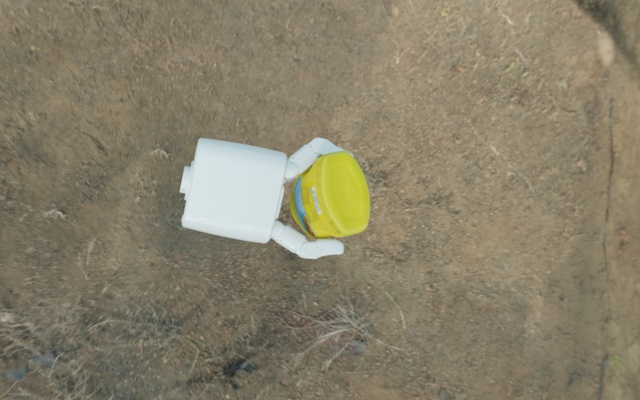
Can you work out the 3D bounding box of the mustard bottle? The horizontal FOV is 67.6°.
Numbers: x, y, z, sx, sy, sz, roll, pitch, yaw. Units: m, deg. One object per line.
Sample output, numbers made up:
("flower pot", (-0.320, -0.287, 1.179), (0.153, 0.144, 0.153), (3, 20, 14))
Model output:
("mustard bottle", (0.001, 0.002, 0.620), (0.058, 0.096, 0.191), (-15, -2, -19))
